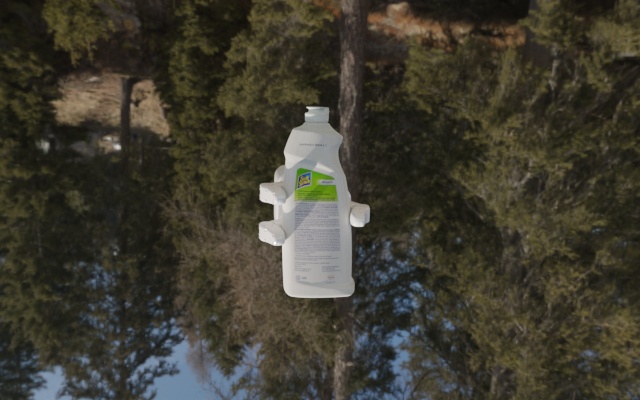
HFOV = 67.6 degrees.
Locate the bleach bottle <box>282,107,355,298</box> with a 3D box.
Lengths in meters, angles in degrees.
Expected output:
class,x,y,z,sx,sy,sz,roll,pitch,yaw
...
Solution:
class,x,y,z,sx,sy,sz,roll,pitch,yaw
bleach bottle,0.000,0.002,0.643,0.102,0.251,0.068,0,12,-8
